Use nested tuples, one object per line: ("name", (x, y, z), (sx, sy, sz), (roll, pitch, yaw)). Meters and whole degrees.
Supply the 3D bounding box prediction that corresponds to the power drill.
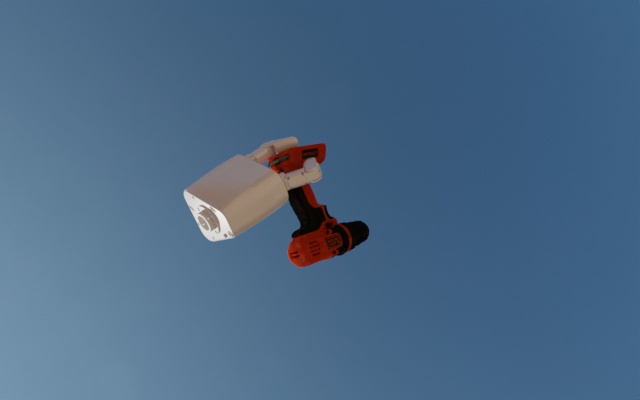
("power drill", (0.000, 0.002, 0.784), (0.057, 0.187, 0.184), (-22, -5, 39))
